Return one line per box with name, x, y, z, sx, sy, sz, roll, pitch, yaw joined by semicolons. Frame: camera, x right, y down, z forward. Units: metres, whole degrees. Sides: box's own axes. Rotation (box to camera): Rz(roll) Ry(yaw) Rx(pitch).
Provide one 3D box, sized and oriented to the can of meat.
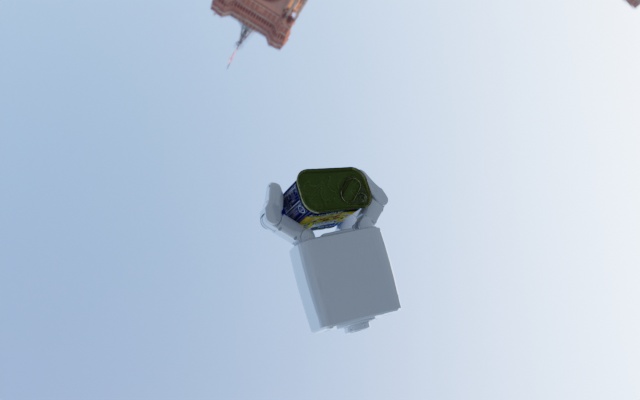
can of meat;0.000;0.002;0.612;0.102;0.057;0.084;-6;-21;-32
